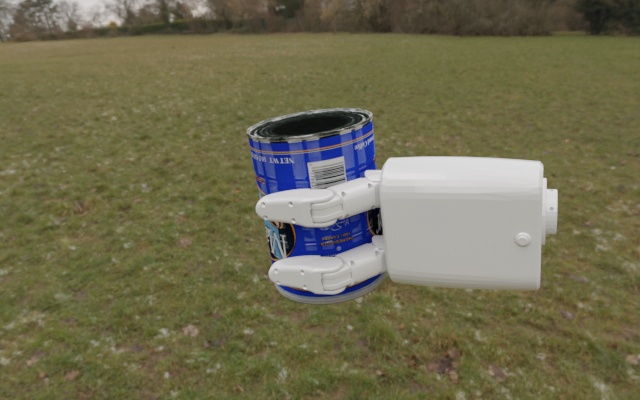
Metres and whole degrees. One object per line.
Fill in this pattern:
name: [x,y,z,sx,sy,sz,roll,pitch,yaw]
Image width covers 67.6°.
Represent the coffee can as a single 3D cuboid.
coffee can: [0.000,0.001,0.408,0.103,0.140,0.102,-7,20,3]
